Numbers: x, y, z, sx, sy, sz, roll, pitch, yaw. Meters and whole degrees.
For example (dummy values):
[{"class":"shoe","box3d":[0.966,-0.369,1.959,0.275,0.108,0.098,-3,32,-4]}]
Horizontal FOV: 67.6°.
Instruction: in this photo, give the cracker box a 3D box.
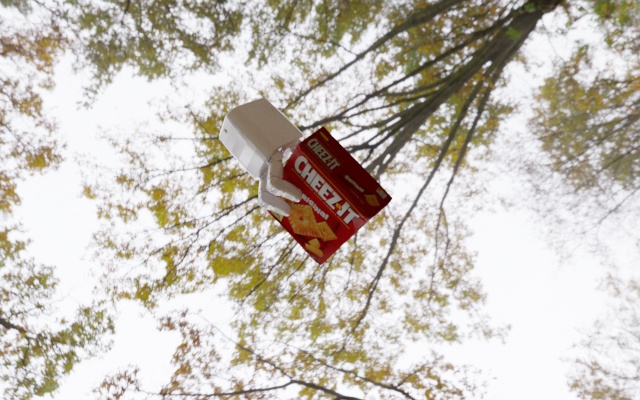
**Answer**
[{"class":"cracker box","box3d":[0.000,0.003,0.824,0.072,0.164,0.214,-40,-6,-35]}]
